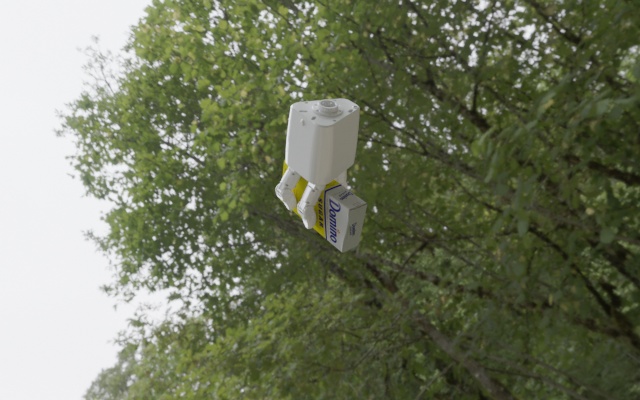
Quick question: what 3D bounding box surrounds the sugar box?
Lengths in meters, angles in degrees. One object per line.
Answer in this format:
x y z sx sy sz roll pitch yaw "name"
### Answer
0.000 0.003 0.832 0.048 0.093 0.176 -20 44 -34 "sugar box"
